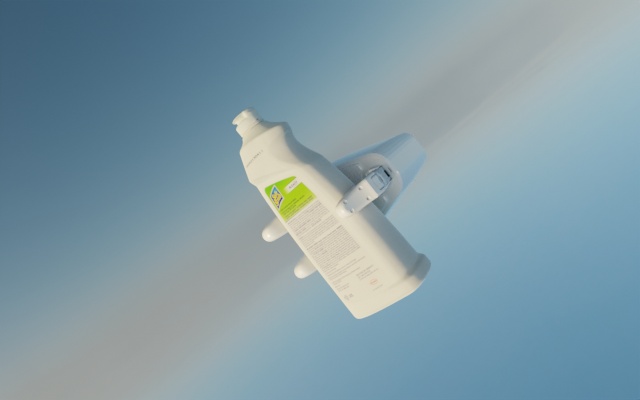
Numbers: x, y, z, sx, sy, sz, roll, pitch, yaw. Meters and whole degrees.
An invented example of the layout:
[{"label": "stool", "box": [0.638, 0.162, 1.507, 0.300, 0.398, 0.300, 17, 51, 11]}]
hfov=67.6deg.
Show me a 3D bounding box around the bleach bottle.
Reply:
[{"label": "bleach bottle", "box": [0.000, 0.002, 0.510, 0.103, 0.251, 0.068, -38, 0, 36]}]
